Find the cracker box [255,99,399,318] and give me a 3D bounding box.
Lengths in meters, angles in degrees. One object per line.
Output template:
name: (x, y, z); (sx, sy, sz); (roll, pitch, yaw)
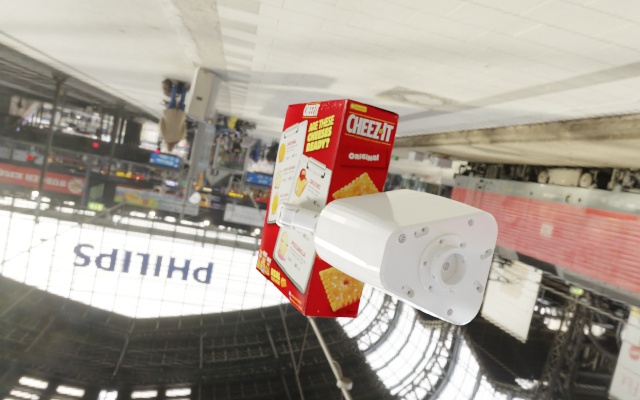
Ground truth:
cracker box: (0.000, 0.002, 0.538); (0.072, 0.214, 0.164); (10, 4, -26)
